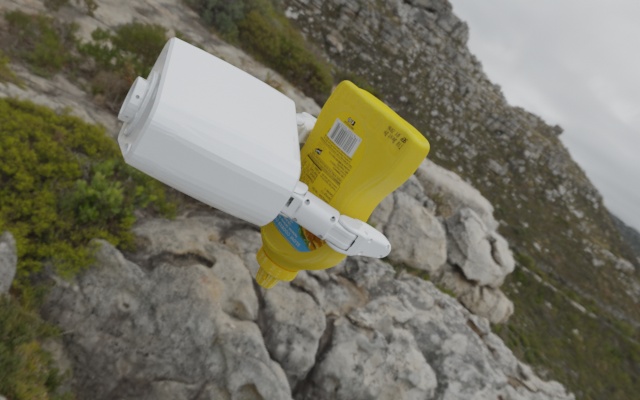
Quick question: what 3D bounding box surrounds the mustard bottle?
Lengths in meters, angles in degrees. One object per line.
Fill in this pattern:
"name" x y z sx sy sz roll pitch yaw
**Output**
"mustard bottle" 0.000 0.001 0.409 0.058 0.192 0.096 13 29 -51
